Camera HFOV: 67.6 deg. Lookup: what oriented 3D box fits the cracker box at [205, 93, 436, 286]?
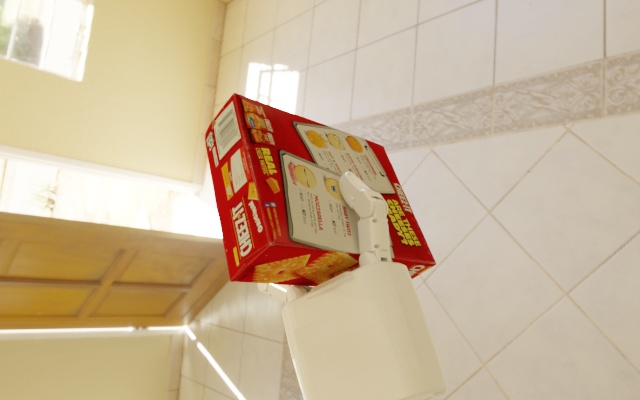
[{"bbox_3d":[0.000,0.001,0.480,0.214,0.164,0.072,12,-42,-41],"label":"cracker box"}]
